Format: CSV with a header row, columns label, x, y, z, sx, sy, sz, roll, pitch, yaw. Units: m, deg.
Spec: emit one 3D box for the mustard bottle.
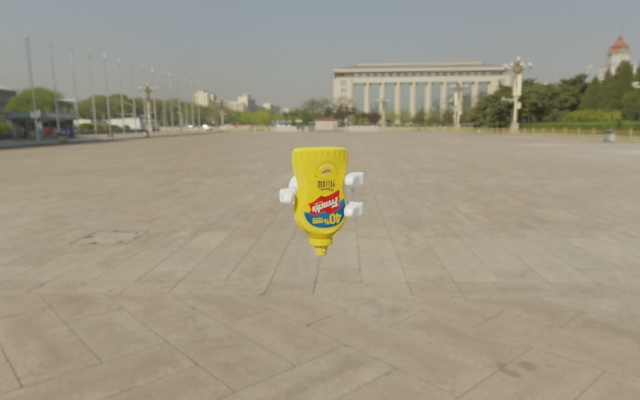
label,x,y,z,sx,sy,sz,roll,pitch,yaw
mustard bottle,0.000,0.003,0.842,0.096,0.191,0.058,-5,10,-25
